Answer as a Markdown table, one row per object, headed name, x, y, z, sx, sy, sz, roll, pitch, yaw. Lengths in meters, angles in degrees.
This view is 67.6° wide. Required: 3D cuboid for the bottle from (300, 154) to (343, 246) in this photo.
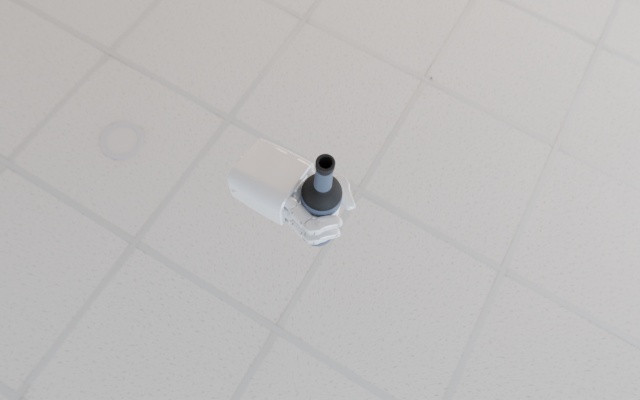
| name | x | y | z | sx | sy | sz | roll | pitch | yaw |
| --- | --- | --- | --- | --- | --- | --- | --- | --- | --- |
| bottle | 0.000 | 0.003 | 0.786 | 0.069 | 0.069 | 0.296 | 0 | -22 | -3 |
